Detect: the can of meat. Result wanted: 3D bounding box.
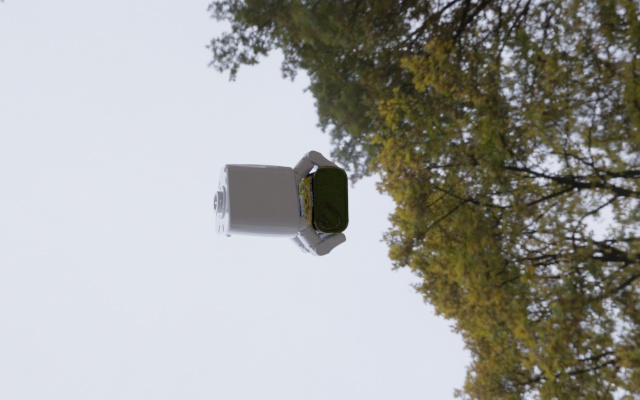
[{"bbox_3d":[0.000,0.002,0.754,0.057,0.102,0.084,1,-6,-25],"label":"can of meat"}]
